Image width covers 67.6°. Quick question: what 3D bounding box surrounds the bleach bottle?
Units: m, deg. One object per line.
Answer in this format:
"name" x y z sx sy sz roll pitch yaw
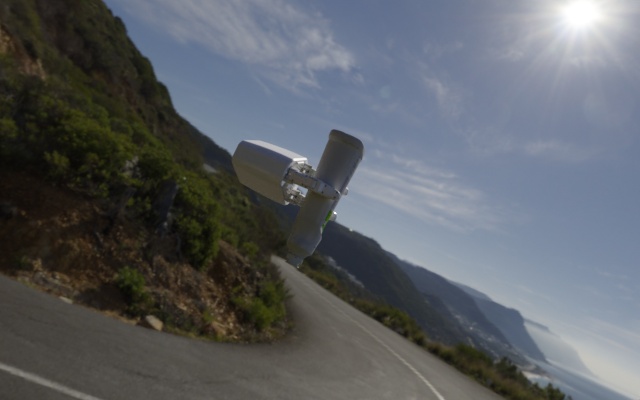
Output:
"bleach bottle" 0.000 0.003 0.870 0.068 0.251 0.102 24 -5 12
